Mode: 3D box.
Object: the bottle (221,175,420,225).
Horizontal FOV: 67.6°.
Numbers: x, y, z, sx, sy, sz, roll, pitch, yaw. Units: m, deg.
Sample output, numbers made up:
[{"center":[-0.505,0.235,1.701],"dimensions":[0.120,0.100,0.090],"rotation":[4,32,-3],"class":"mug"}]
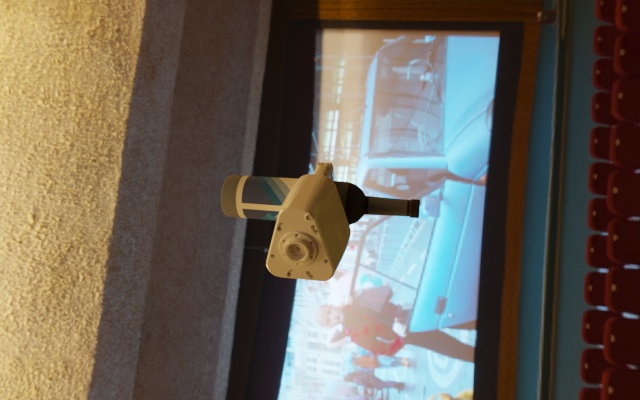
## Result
[{"center":[0.000,0.002,0.723],"dimensions":[0.296,0.069,0.069],"rotation":[4,1,12],"class":"bottle"}]
